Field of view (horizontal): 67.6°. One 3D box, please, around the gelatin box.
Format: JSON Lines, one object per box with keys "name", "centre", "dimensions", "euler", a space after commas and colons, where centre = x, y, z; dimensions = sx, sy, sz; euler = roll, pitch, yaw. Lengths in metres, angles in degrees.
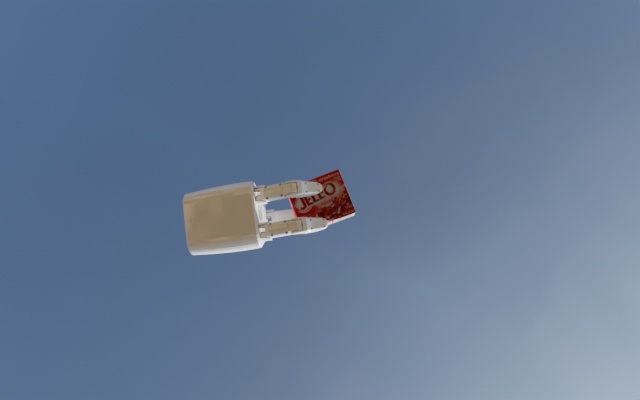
{"name": "gelatin box", "centre": [0.000, 0.002, 0.734], "dimensions": [0.089, 0.073, 0.030], "euler": [-21, -9, -6]}
